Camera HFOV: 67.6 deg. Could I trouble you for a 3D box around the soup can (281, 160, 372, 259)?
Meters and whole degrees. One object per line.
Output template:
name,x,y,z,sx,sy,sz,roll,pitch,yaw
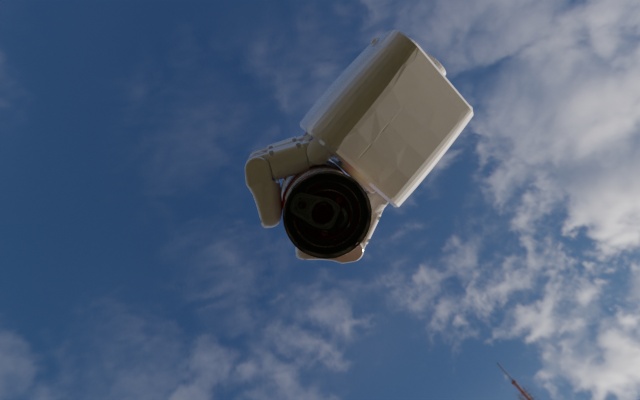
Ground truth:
soup can,0.000,0.002,0.408,0.068,0.068,0.102,0,12,-6
